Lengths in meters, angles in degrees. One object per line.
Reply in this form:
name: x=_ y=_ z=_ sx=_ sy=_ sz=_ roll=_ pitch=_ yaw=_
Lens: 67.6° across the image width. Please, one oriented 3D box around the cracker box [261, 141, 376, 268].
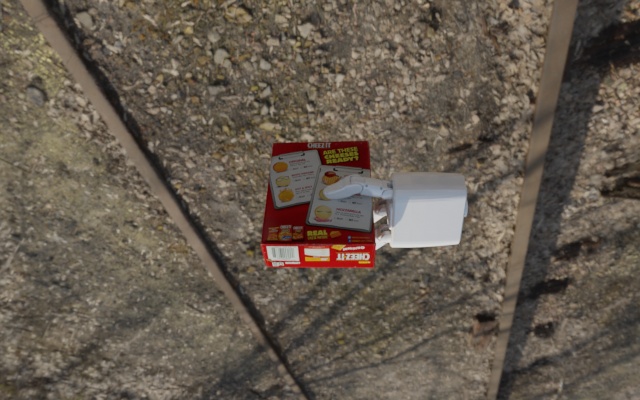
cracker box: x=0.000 y=0.002 z=0.754 sx=0.164 sy=0.213 sz=0.072 roll=-1 pitch=-41 yaw=2
